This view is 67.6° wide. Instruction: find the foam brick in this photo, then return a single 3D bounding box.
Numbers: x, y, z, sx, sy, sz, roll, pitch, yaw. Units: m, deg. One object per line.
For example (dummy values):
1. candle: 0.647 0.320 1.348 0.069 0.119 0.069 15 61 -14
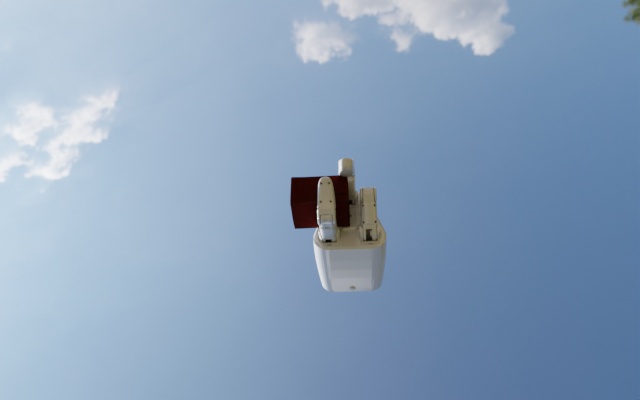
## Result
1. foam brick: 0.000 0.002 0.645 0.078 0.051 0.053 -2 45 4
